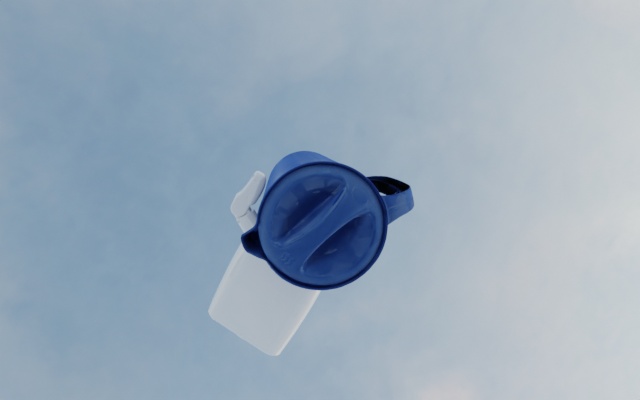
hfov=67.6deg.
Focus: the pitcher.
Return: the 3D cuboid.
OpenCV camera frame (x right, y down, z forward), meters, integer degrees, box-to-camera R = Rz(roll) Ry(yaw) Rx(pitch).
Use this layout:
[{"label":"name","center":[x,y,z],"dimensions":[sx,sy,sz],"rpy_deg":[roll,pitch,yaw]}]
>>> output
[{"label":"pitcher","center":[0.000,0.002,0.586],"dimensions":[0.149,0.145,0.242],"rpy_deg":[29,8,-11]}]
